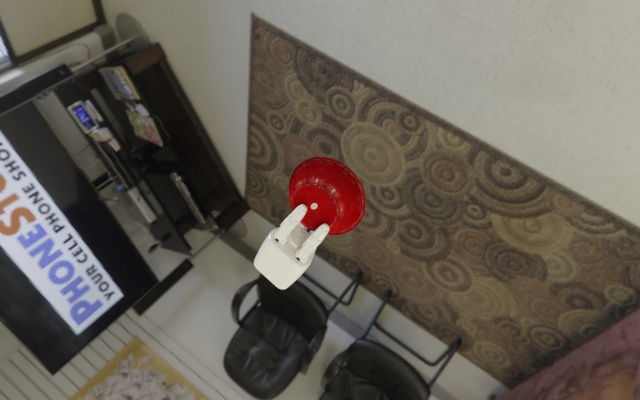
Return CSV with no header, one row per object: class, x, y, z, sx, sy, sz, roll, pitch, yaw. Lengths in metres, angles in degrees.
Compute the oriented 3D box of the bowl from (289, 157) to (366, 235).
bowl,0.000,0.002,0.890,0.162,0.162,0.055,0,22,27
